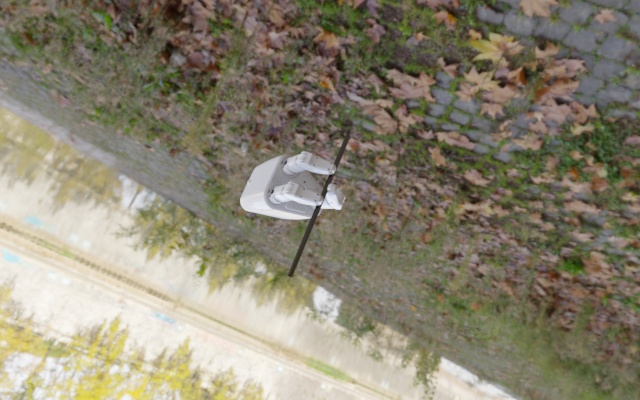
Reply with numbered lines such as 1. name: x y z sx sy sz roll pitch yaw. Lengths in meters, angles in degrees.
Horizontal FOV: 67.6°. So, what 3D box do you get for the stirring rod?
1. stirring rod: 0.000 0.002 0.717 0.011 0.239 0.011 20 -19 7
